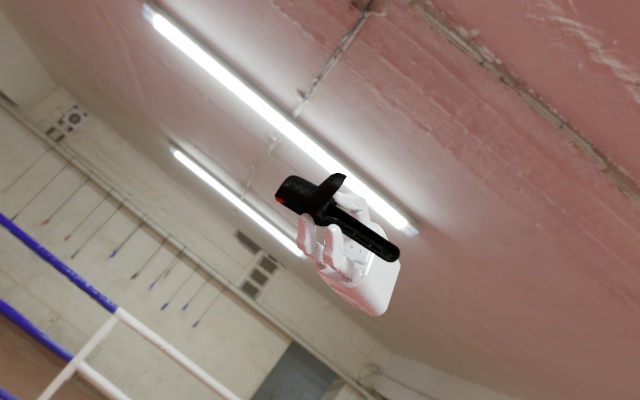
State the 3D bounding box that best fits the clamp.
[{"bbox_3d":[0.000,0.002,0.651,0.210,0.036,0.165,22,-25,43],"label":"clamp"}]
